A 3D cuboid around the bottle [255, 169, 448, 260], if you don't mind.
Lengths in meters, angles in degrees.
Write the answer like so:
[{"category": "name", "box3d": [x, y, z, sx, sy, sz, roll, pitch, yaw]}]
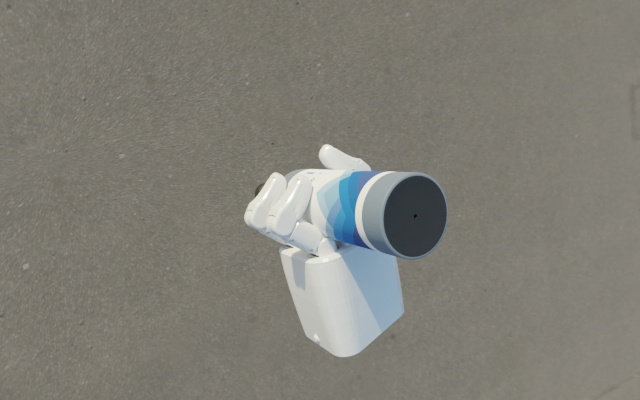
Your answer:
[{"category": "bottle", "box3d": [0.000, 0.002, 0.487, 0.069, 0.069, 0.295, 0, 4, -29]}]
